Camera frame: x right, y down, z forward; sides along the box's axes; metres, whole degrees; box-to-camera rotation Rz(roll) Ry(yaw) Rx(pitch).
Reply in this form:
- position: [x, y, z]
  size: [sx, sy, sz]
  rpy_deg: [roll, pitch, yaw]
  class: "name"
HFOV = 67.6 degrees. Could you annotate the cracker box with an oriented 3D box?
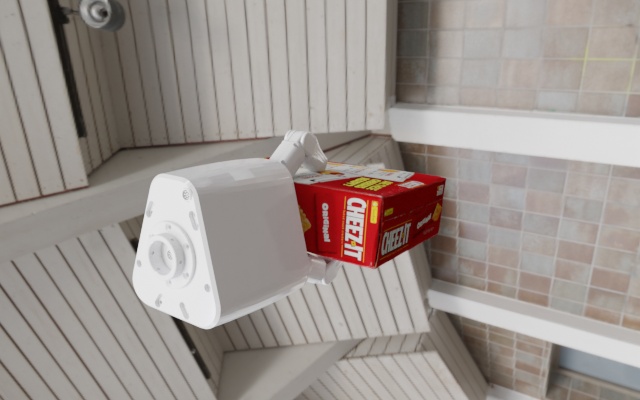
- position: [0.000, 0.001, 0.501]
  size: [0.213, 0.072, 0.164]
  rpy_deg: [11, 14, 31]
  class: "cracker box"
